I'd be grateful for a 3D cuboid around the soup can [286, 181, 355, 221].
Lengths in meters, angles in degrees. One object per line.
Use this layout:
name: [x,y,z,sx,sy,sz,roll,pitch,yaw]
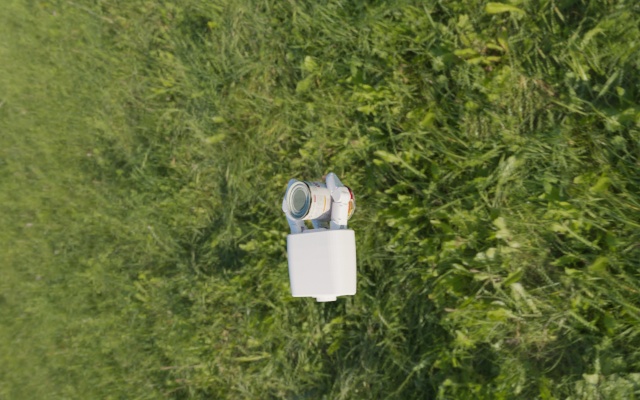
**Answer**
soup can: [0.000,0.002,0.824,0.102,0.068,0.068,4,-3,-41]
